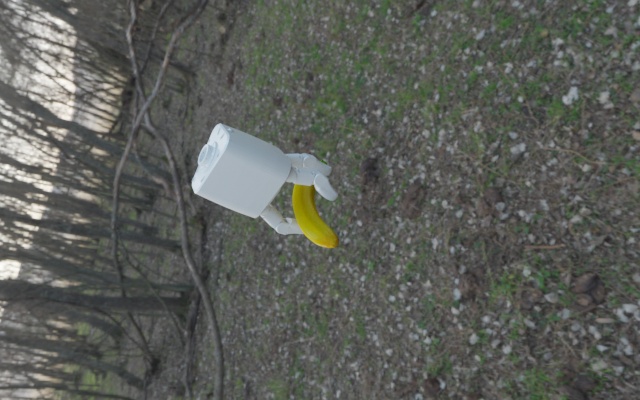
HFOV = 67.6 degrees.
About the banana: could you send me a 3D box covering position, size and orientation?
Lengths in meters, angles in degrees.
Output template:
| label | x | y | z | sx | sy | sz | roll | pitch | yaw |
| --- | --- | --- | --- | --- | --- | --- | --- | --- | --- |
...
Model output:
| label | x | y | z | sx | sy | sz | roll | pitch | yaw |
| --- | --- | --- | --- | --- | --- | --- | --- | --- | --- |
| banana | -0.014 | 0.010 | 0.779 | 0.070 | 0.197 | 0.037 | -37 | -51 | 26 |
